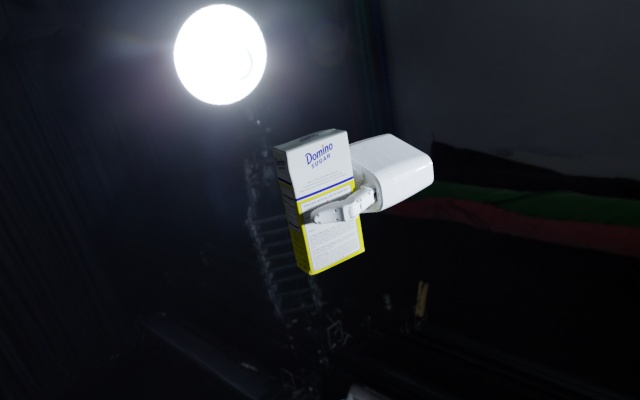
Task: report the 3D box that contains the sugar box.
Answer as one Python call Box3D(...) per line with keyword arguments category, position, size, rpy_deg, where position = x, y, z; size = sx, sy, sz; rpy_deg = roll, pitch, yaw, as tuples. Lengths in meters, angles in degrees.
Box3D(category="sugar box", position=(0.000, 0.002, 0.632), size=(0.093, 0.176, 0.048), rpy_deg=(-22, 23, -27))
